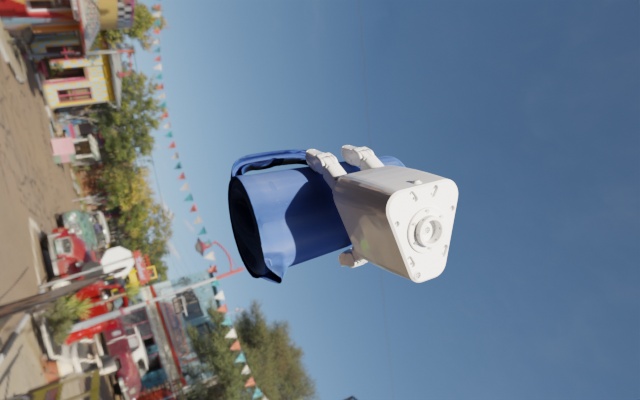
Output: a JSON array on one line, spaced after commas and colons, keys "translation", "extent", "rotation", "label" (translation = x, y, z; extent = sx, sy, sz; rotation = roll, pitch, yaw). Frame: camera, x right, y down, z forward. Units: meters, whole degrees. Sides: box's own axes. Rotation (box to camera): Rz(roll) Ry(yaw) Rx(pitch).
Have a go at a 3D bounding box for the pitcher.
[{"translation": [0.000, 0.002, 0.655], "extent": [0.243, 0.149, 0.145], "rotation": [-13, 14, -24], "label": "pitcher"}]
